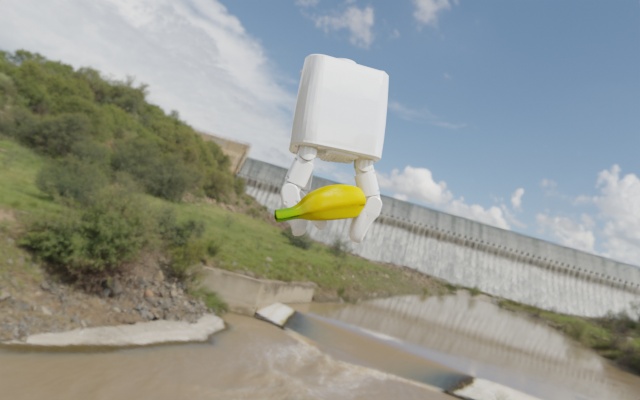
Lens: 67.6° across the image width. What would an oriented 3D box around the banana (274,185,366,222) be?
[{"bbox_3d":[0.017,0.002,0.532,0.069,0.037,0.198,-1,0,18],"label":"banana"}]
